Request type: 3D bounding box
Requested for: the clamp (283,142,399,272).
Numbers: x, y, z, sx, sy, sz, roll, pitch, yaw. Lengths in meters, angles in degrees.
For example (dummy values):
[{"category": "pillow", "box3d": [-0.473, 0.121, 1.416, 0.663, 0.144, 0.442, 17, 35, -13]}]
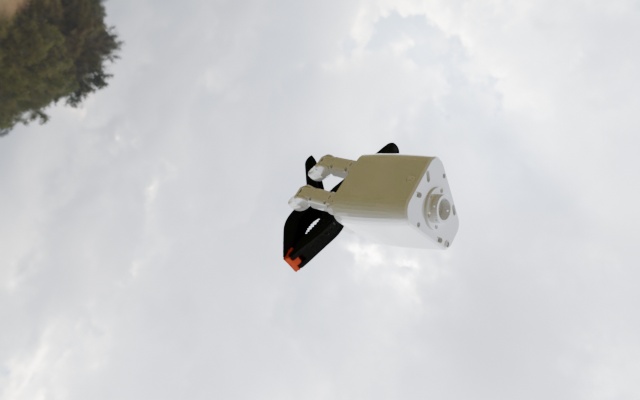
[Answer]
[{"category": "clamp", "box3d": [0.000, 0.003, 0.655, 0.164, 0.210, 0.036, 2, -40, 47]}]
